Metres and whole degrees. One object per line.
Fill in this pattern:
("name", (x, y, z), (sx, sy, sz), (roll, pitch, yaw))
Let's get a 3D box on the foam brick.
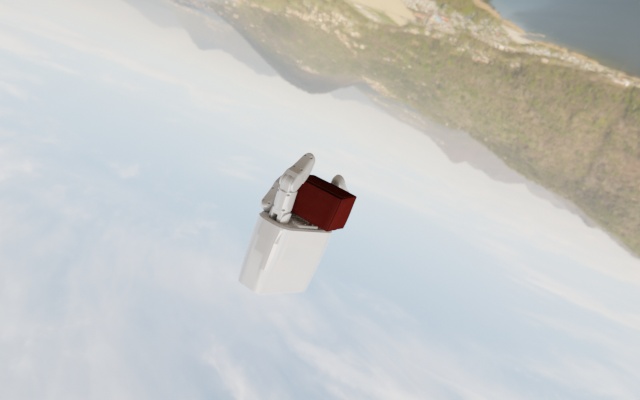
("foam brick", (0.000, 0.002, 0.655), (0.078, 0.051, 0.053), (28, 14, 25))
